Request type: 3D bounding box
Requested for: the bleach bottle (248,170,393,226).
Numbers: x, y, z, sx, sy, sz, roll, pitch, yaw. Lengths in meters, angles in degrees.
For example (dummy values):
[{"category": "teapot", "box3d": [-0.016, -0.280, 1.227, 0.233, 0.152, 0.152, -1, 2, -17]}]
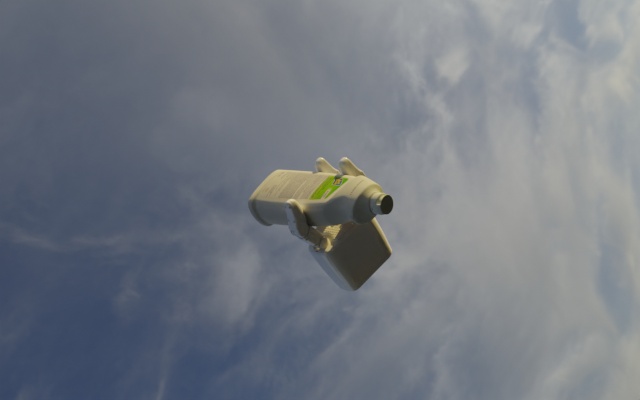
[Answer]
[{"category": "bleach bottle", "box3d": [0.000, 0.002, 0.742, 0.251, 0.102, 0.068, 6, -40, 46]}]
